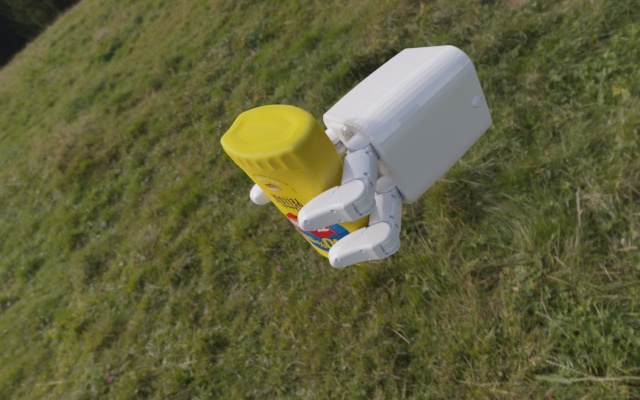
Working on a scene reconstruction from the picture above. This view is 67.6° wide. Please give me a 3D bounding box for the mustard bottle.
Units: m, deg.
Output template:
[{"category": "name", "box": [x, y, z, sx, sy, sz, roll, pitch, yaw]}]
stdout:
[{"category": "mustard bottle", "box": [0.000, 0.002, 0.428, 0.096, 0.058, 0.192, 10, -30, 41]}]
